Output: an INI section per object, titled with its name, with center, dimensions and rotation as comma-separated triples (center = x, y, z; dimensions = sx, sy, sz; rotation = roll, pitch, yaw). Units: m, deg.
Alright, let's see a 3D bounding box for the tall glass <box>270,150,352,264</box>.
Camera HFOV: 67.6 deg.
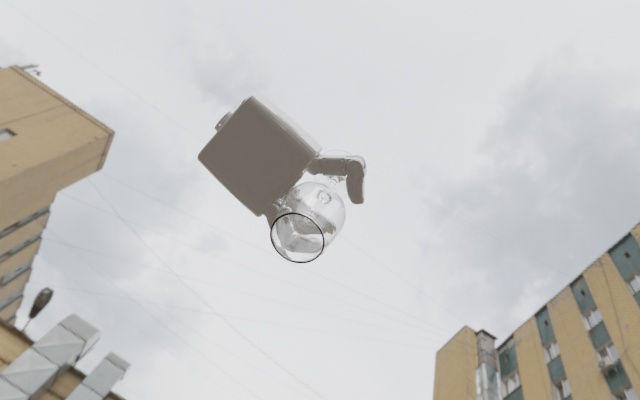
[tall glass]
center = 0.000, 0.002, 0.598
dimensions = 0.079, 0.079, 0.201
rotation = 0, 24, 16
